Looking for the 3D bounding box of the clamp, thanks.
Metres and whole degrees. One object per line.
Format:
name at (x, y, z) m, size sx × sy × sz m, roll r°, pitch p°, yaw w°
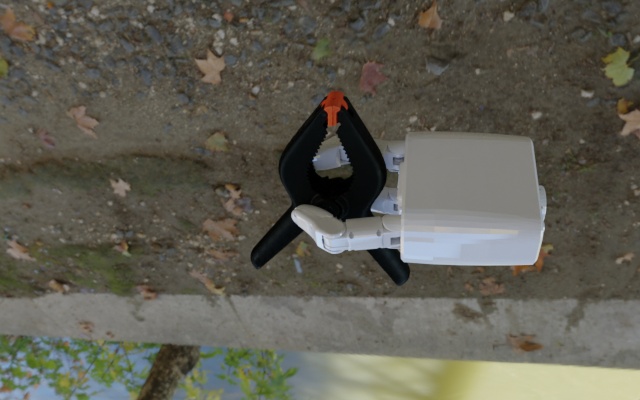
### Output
clamp at (0.000, 0.002, 0.441) m, size 0.164 × 0.210 × 0.036 m, roll 0°, pitch 39°, yaw 9°
